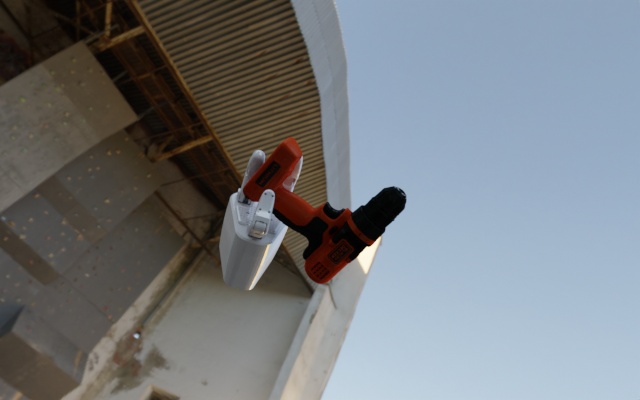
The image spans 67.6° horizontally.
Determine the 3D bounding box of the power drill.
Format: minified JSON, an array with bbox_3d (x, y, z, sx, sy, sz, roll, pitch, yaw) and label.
[{"bbox_3d":[0.000,0.002,0.666,0.184,0.187,0.057,-46,0,18],"label":"power drill"}]
